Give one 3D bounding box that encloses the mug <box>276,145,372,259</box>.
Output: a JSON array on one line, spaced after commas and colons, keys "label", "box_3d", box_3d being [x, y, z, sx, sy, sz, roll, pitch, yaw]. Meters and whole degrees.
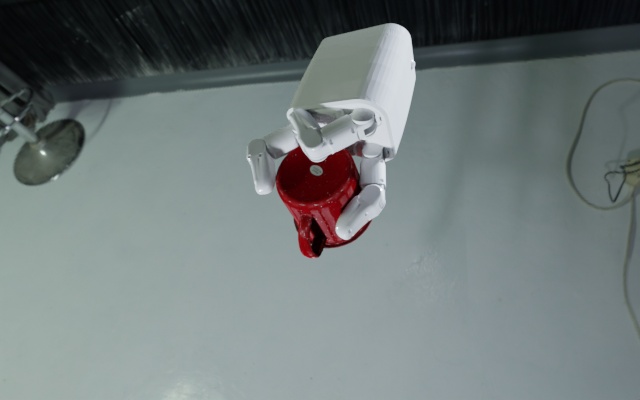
[{"label": "mug", "box_3d": [0.000, 0.003, 0.490, 0.093, 0.117, 0.081, 8, -26, 22]}]
